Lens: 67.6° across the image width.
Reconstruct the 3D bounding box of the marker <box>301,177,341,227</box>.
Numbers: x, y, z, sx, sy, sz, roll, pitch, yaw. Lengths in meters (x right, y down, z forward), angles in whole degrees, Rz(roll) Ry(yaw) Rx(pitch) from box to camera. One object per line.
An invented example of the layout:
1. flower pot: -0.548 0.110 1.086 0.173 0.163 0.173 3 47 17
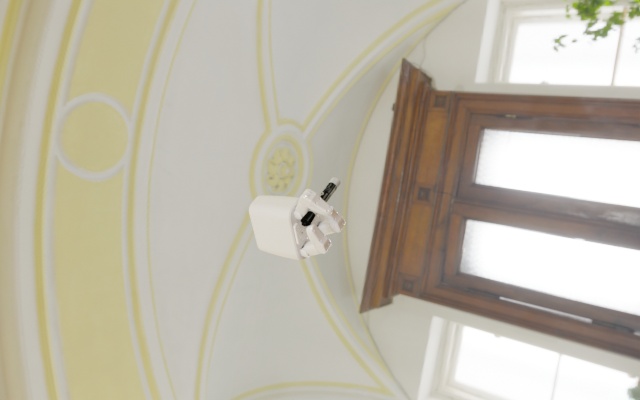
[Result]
1. marker: 0.000 0.003 0.852 0.020 0.020 0.121 0 40 40
